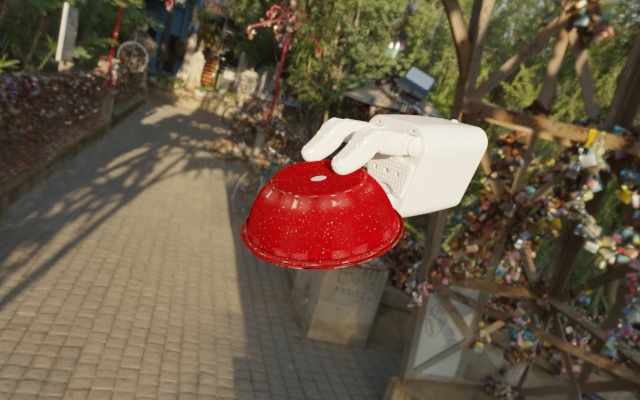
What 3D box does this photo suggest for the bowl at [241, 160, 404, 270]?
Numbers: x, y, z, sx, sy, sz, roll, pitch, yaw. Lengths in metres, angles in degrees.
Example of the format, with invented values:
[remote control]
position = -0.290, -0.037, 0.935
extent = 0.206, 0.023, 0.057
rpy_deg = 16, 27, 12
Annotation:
[bowl]
position = -0.001, 0.002, 0.464
extent = 0.162, 0.055, 0.162
rpy_deg = -3, 25, 2
